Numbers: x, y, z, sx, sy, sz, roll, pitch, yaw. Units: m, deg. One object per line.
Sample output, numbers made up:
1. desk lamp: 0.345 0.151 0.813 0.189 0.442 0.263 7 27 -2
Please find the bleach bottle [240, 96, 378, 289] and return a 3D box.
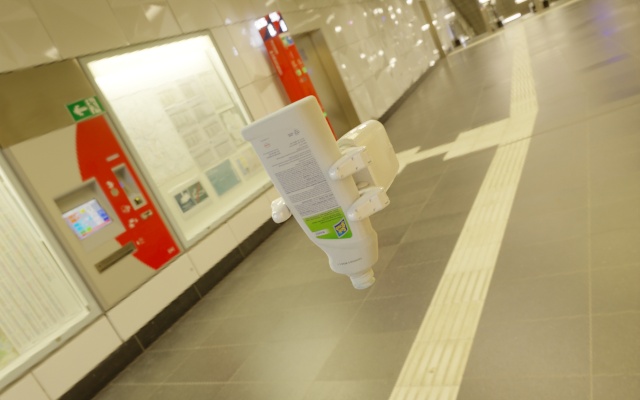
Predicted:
1. bleach bottle: 0.000 0.002 0.607 0.102 0.251 0.068 -17 16 32
